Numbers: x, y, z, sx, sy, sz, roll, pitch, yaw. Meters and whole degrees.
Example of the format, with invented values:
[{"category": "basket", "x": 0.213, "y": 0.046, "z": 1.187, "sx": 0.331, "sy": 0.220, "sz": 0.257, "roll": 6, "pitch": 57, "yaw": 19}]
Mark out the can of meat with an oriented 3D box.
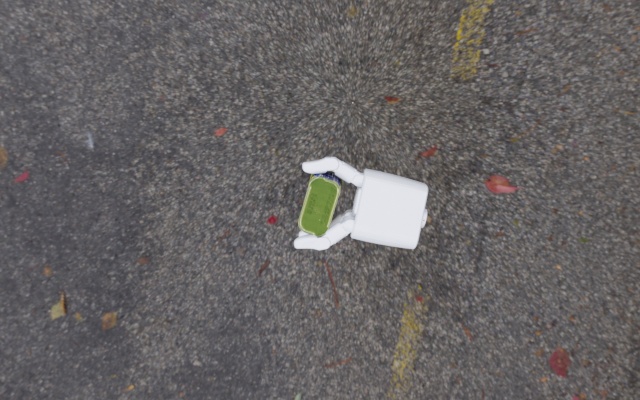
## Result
[{"category": "can of meat", "x": 0.000, "y": 0.003, "z": 0.799, "sx": 0.057, "sy": 0.102, "sz": 0.084, "roll": 16, "pitch": 12, "yaw": 0}]
